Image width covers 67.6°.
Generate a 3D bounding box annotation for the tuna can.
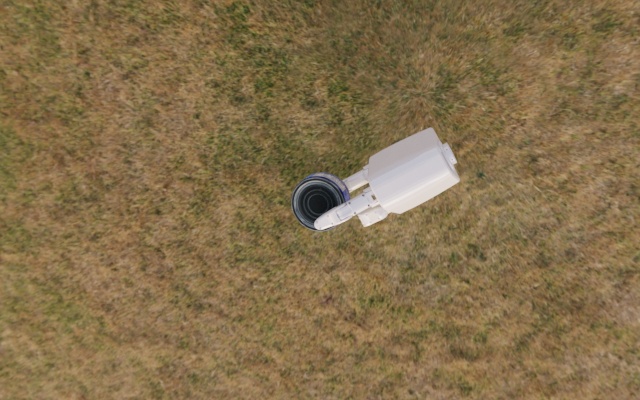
[{"bbox_3d":[0.000,0.003,0.714,0.086,0.086,0.033,0,15,17],"label":"tuna can"}]
